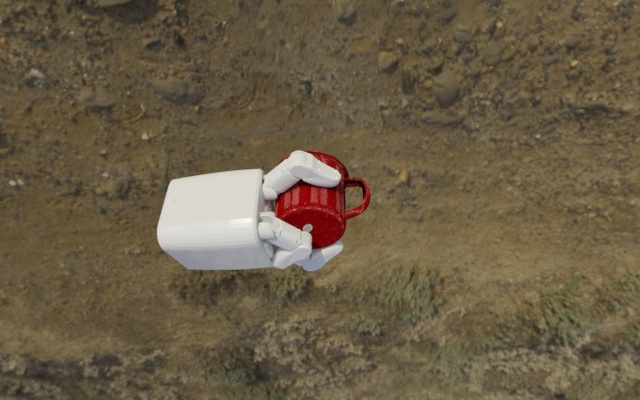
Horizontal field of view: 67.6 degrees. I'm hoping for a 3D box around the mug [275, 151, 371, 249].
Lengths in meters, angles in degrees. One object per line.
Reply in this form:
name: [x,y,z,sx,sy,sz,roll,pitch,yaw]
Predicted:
mug: [0.002,0.002,0.557,0.117,0.081,0.093,-5,-41,6]
